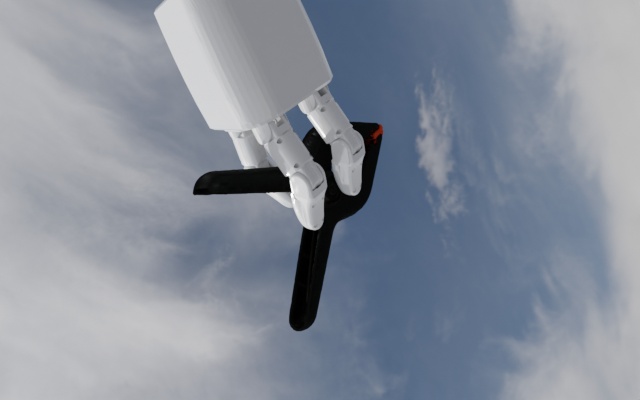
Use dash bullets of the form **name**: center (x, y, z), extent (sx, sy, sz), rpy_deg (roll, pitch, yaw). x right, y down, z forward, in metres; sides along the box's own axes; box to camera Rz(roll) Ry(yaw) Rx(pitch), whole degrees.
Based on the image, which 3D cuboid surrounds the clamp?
- **clamp**: center (0.000, 0.001, 0.439), extent (0.036, 0.165, 0.210), rpy_deg (0, 33, 45)
